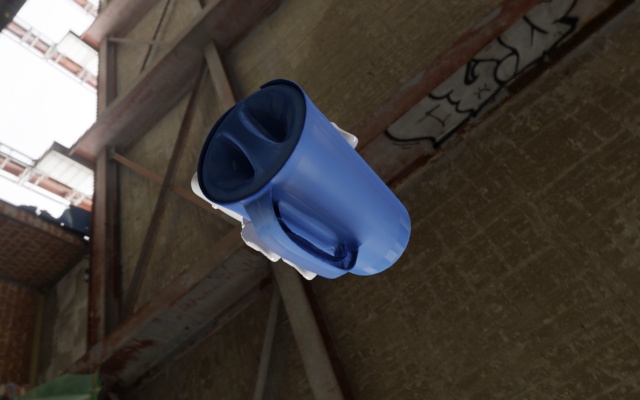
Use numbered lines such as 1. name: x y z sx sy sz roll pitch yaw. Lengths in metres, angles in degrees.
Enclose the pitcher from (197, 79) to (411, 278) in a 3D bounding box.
1. pitcher: 0.000 0.002 0.510 0.145 0.149 0.243 17 -15 44
